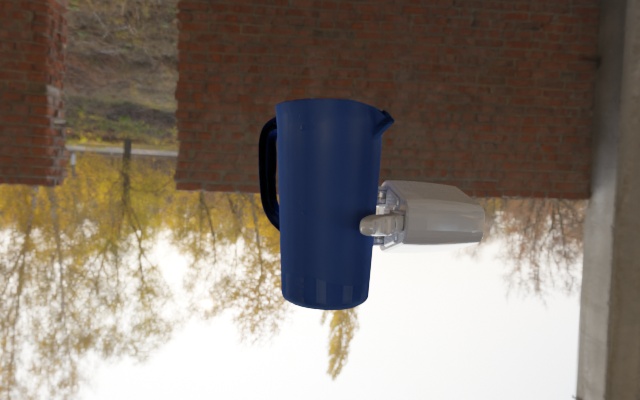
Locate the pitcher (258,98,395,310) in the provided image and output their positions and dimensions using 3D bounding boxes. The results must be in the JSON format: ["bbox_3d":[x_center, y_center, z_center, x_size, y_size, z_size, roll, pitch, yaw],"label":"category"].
[{"bbox_3d":[0.000,0.002,0.588,0.145,0.243,0.149,1,2,-13],"label":"pitcher"}]
